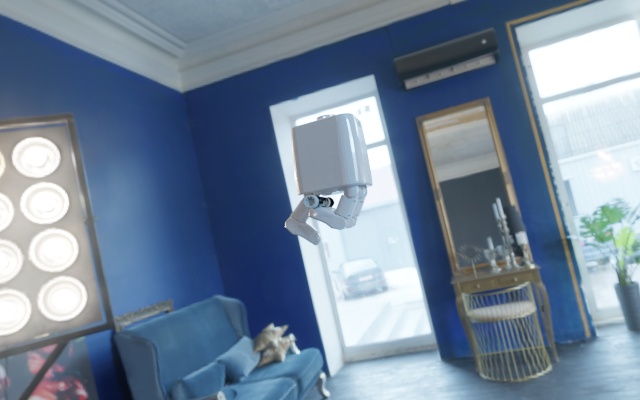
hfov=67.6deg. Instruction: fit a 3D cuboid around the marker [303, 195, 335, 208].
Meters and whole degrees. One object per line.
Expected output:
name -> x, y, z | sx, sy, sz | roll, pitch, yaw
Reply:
marker -> 0.000, 0.002, 0.718 | 0.020, 0.020, 0.121 | 0, -1, 15
